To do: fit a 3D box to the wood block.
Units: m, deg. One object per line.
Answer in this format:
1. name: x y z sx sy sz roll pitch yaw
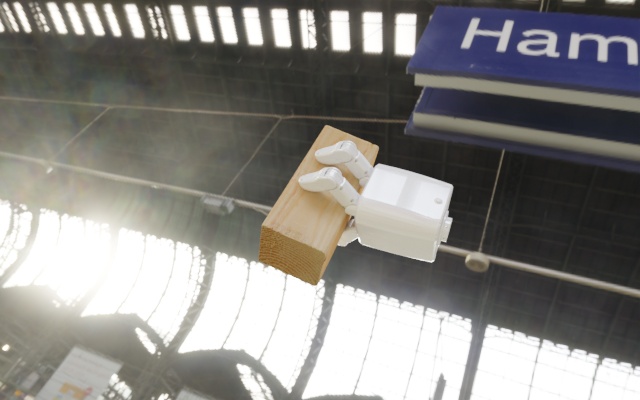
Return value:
1. wood block: 0.000 0.002 0.674 0.090 0.206 0.091 23 -38 8
